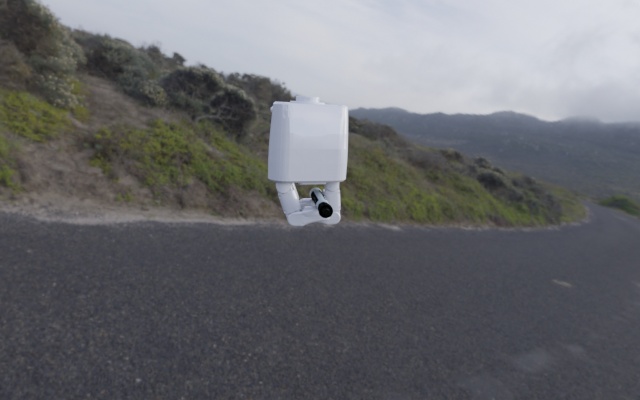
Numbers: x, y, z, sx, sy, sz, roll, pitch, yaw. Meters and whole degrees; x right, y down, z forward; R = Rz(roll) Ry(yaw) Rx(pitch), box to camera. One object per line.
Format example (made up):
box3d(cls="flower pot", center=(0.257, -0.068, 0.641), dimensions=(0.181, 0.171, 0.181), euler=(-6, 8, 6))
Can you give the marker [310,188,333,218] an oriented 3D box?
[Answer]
box3d(cls="marker", center=(0.000, 0.002, 0.661), dimensions=(0.020, 0.020, 0.121), euler=(0, 12, -7))
